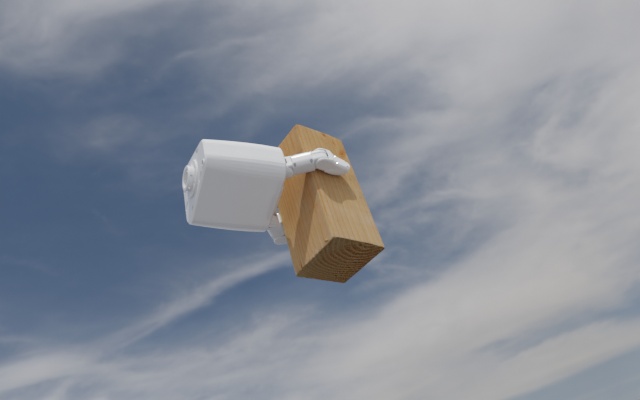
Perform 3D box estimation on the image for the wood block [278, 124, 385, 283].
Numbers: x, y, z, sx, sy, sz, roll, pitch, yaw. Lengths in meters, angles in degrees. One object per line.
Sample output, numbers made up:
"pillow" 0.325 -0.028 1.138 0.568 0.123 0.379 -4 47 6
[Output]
"wood block" 0.000 0.002 0.678 0.090 0.206 0.091 15 -48 -36
